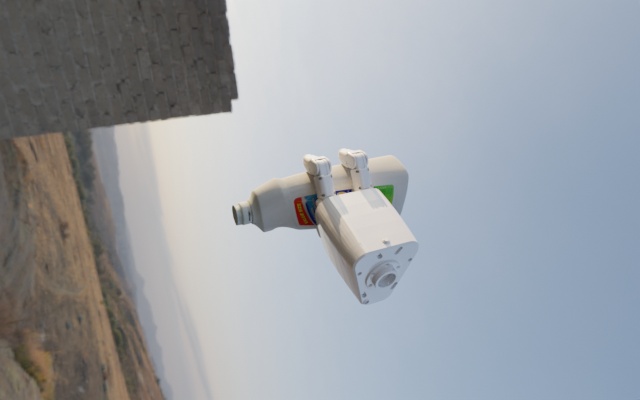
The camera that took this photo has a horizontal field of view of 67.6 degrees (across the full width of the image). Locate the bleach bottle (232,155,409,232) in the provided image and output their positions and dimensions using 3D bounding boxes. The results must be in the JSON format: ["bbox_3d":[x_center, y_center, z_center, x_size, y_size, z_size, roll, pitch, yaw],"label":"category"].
[{"bbox_3d":[0.000,0.002,0.682,0.251,0.103,0.068,-12,43,-21],"label":"bleach bottle"}]
